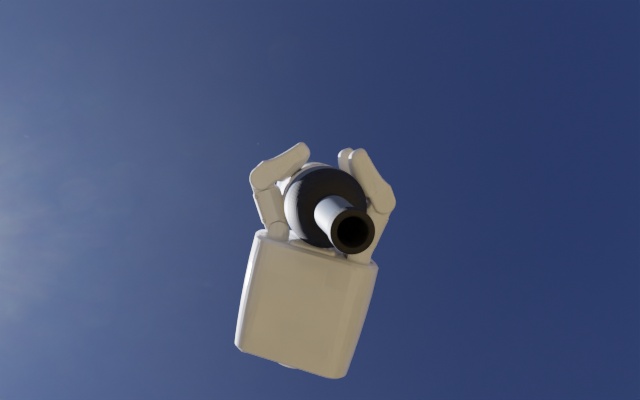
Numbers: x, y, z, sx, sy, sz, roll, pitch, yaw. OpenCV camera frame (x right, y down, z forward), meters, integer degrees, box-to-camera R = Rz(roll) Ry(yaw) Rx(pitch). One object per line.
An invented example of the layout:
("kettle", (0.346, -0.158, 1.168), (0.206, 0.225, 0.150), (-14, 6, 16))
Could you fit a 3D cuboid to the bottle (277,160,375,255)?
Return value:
("bottle", (0.000, 0.001, 0.425), (0.069, 0.069, 0.295), (0, 7, -7))
